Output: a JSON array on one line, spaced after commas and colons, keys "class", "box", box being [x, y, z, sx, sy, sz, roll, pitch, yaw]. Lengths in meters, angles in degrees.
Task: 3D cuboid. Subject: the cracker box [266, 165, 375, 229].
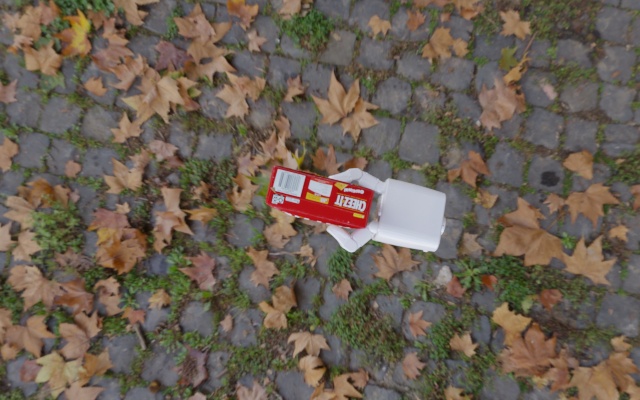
[{"class": "cracker box", "box": [0.000, 0.003, 0.839, 0.164, 0.072, 0.214, 14, -4, 2]}]
